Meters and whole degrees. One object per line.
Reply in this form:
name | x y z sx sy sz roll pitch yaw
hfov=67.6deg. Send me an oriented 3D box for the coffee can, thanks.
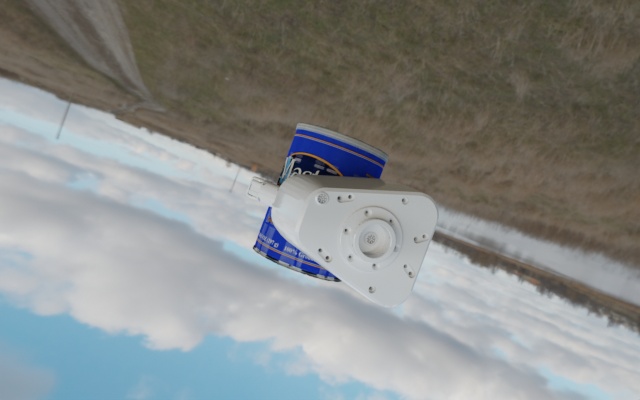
coffee can | 0.000 0.001 0.507 0.103 0.140 0.103 20 1 0
